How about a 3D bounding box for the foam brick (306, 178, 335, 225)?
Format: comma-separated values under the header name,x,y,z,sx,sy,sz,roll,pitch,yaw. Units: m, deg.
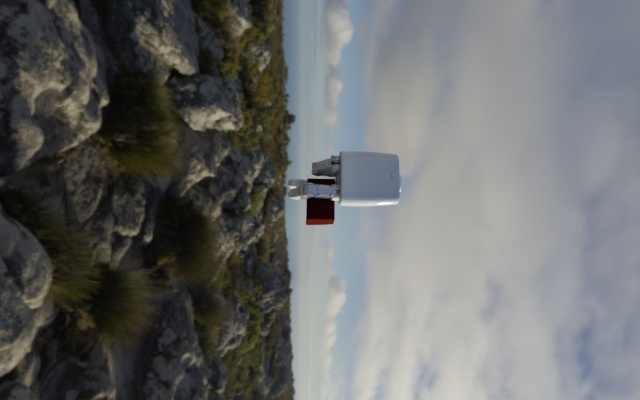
name,x,y,z,sx,sy,sz,roll,pitch,yaw
foam brick,0.000,0.003,0.871,0.051,0.078,0.053,2,-13,-2
